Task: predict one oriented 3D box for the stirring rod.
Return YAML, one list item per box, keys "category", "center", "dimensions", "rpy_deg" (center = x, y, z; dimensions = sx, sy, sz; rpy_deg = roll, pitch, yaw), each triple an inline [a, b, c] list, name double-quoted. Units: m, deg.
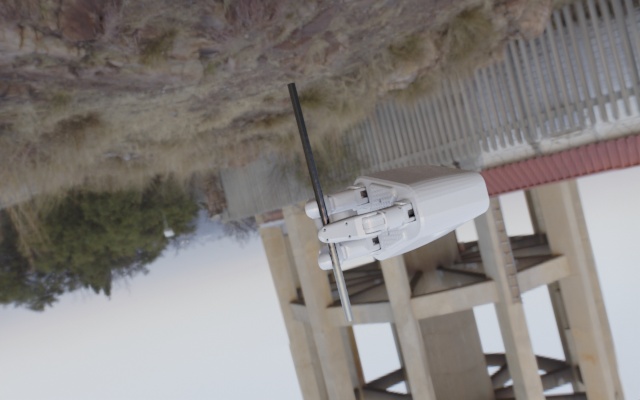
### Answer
- category: "stirring rod"
  center: [0.000, 0.001, 0.472]
  dimensions: [0.011, 0.239, 0.011]
  rpy_deg: [-14, 0, 0]
